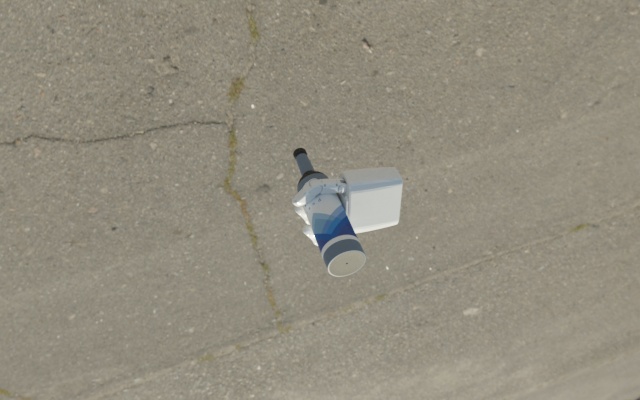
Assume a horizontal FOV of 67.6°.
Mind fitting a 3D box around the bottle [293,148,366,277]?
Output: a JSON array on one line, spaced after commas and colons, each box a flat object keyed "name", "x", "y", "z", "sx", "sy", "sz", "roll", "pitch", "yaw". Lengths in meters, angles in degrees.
[{"name": "bottle", "x": 0.000, "y": 0.003, "z": 0.870, "sx": 0.069, "sy": 0.069, "sz": 0.295, "roll": 0, "pitch": 43, "yaw": -23}]
